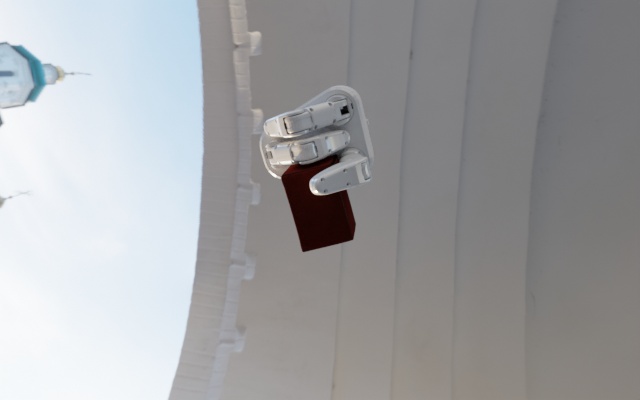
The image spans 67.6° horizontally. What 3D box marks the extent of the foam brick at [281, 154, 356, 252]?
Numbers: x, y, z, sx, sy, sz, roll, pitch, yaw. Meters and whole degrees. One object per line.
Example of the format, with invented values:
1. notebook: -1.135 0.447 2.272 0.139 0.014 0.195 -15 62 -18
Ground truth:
1. foam brick: 0.000 0.002 0.467 0.053 0.078 0.051 -12 13 10
